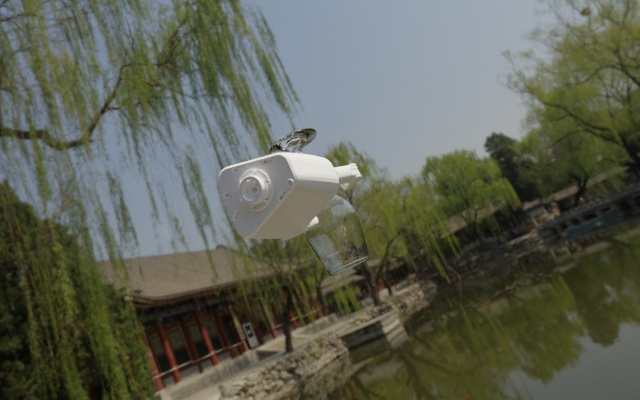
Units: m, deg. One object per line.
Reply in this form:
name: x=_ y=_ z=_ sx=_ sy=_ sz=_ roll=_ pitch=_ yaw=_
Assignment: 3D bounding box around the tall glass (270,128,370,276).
tall glass: x=0.000 y=0.002 z=0.675 sx=0.079 sy=0.201 sz=0.079 roll=-23 pitch=-13 yaw=-6
